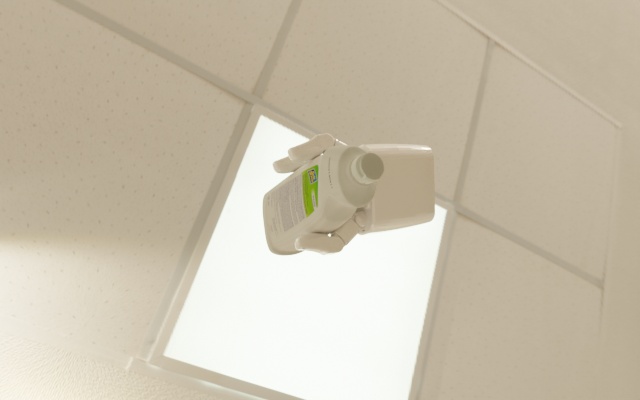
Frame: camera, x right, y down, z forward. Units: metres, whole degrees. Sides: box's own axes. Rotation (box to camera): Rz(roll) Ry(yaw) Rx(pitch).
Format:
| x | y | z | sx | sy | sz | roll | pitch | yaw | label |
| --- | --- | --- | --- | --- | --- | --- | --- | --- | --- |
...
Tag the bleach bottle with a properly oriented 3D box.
| x | y | z | sx | sy | sz | roll | pitch | yaw | label |
| --- | --- | --- | --- | --- | --- | --- | --- | --- | --- |
| 0.000 | 0.002 | 0.591 | 0.068 | 0.102 | 0.251 | -4 | -11 | -27 | bleach bottle |
